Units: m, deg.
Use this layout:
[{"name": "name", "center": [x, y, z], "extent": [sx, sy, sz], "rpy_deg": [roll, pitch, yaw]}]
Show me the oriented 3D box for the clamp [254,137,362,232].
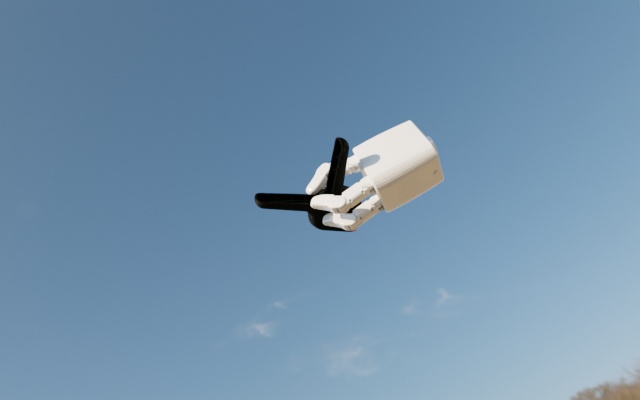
[{"name": "clamp", "center": [0.000, 0.002, 0.776], "extent": [0.164, 0.036, 0.210], "rpy_deg": [-29, -38, 4]}]
